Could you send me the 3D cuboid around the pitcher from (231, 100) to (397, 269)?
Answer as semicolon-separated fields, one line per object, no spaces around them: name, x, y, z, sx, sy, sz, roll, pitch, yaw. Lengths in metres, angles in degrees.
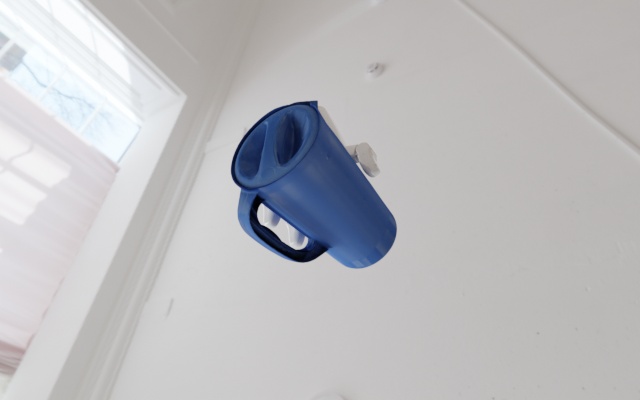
pitcher;0.000;0.002;0.638;0.149;0.145;0.243;-33;-49;14
